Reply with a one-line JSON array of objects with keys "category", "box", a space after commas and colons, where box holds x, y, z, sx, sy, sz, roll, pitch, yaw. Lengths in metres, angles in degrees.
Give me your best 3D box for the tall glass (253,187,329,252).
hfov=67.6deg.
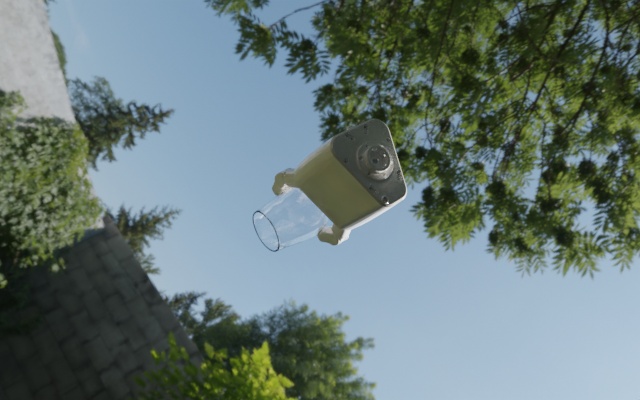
[{"category": "tall glass", "box": [0.001, 0.002, 0.701, 0.201, 0.079, 0.079, -28, 15, -31]}]
